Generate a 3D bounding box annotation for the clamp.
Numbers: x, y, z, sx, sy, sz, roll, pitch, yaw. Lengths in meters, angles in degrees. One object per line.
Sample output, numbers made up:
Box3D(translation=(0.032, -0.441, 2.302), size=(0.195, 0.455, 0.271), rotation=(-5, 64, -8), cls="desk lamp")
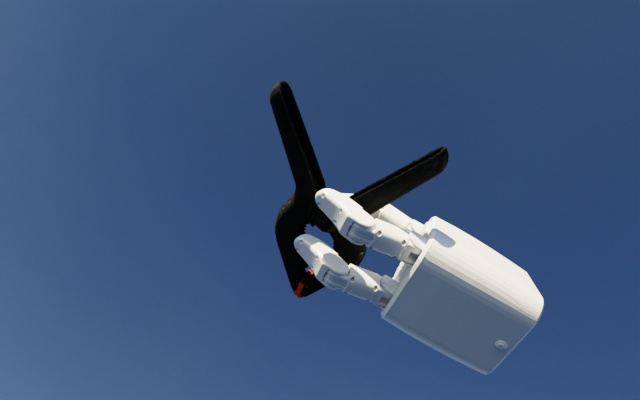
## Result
Box3D(translation=(0.000, 0.002, 0.453), size=(0.164, 0.210, 0.036), rotation=(31, 32, 10), cls="clamp")
